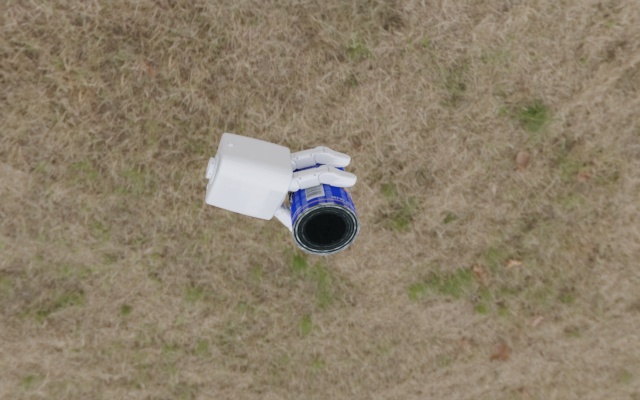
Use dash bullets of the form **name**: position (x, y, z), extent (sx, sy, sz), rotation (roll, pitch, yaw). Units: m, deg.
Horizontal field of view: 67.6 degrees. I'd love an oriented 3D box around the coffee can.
- **coffee can**: position (0.000, 0.003, 0.765), extent (0.103, 0.103, 0.140), rotation (0, 37, -9)
